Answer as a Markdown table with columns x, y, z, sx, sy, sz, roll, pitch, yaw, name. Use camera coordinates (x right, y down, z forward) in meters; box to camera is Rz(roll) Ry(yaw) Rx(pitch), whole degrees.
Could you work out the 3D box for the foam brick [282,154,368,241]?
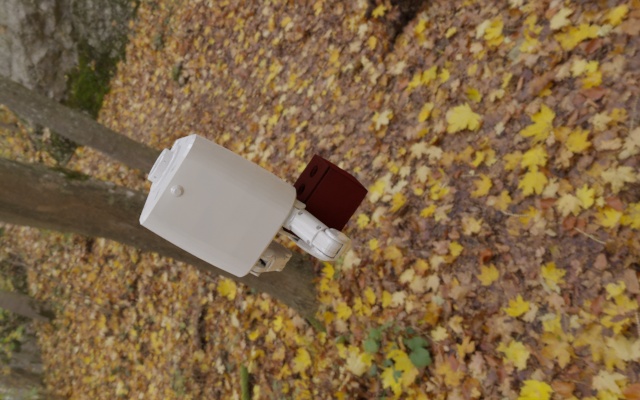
| x | y | z | sx | sy | sz | roll | pitch | yaw | name |
| --- | --- | --- | --- | --- | --- | --- | --- | --- | --- |
| 0.000 | 0.001 | 0.480 | 0.051 | 0.078 | 0.053 | 32 | 8 | -22 | foam brick |
